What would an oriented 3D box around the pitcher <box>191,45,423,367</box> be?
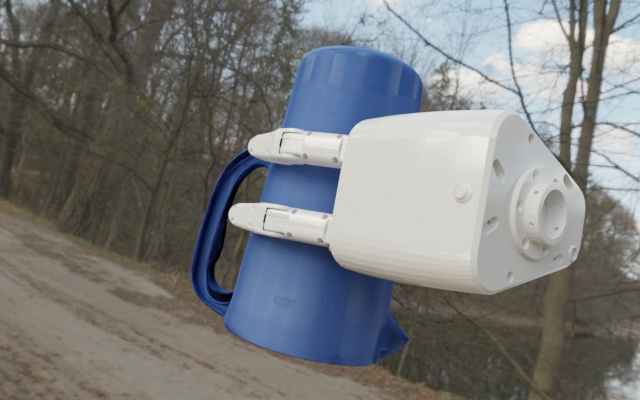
[{"bbox_3d":[0.000,0.001,0.403,0.149,0.243,0.145,16,-7,-37],"label":"pitcher"}]
